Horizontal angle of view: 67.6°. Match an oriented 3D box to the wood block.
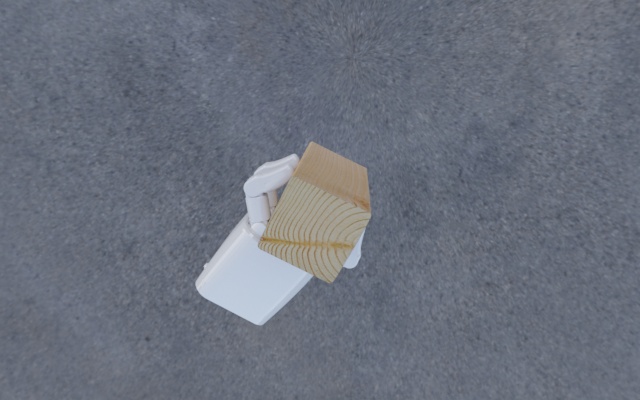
[{"bbox_3d":[0.000,0.002,0.579,0.091,0.090,0.206,27,17,-4],"label":"wood block"}]
